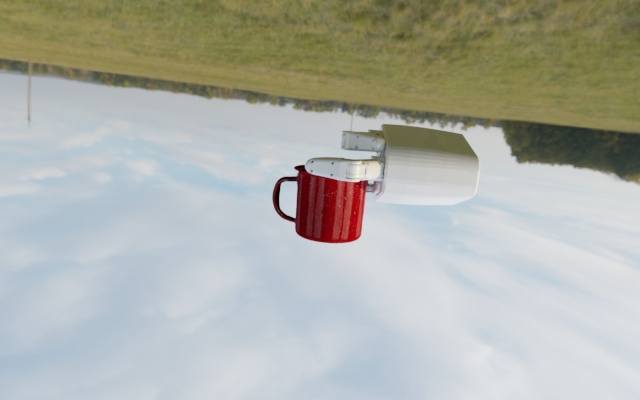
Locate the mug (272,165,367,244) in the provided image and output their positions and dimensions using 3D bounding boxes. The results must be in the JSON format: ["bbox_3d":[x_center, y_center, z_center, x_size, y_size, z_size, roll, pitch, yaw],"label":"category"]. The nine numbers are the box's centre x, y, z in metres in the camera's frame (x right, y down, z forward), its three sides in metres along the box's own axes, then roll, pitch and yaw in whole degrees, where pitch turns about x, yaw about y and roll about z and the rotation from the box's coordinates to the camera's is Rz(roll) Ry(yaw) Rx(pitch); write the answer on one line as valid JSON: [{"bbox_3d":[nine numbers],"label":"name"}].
[{"bbox_3d":[-0.001,0.002,0.572,0.117,0.081,0.093,5,11,1],"label":"mug"}]
